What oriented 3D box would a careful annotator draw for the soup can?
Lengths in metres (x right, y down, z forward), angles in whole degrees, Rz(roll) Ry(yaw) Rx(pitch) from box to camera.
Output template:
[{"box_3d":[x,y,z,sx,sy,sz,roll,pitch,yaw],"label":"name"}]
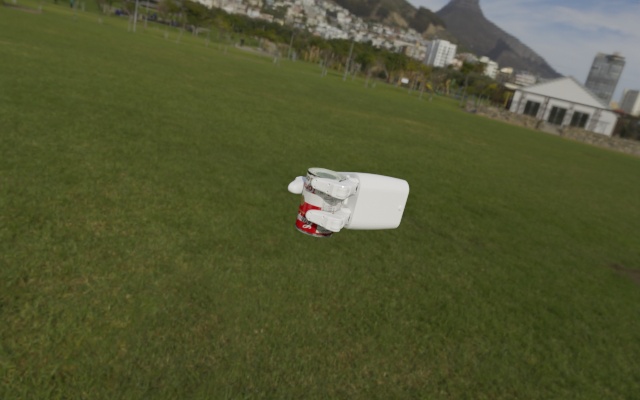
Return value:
[{"box_3d":[0.000,0.002,0.811,0.068,0.102,0.068,12,17,-4],"label":"soup can"}]
